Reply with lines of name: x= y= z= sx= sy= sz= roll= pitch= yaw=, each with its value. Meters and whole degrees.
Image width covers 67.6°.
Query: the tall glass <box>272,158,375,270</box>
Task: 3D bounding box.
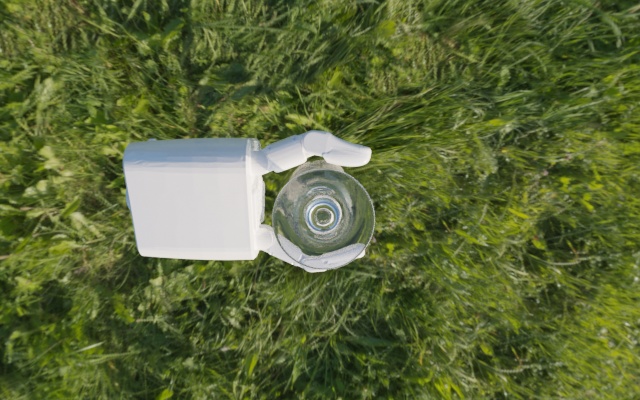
tall glass: x=0.000 y=0.002 z=0.441 sx=0.079 sy=0.079 sz=0.201 roll=0 pitch=7 yaw=-1
